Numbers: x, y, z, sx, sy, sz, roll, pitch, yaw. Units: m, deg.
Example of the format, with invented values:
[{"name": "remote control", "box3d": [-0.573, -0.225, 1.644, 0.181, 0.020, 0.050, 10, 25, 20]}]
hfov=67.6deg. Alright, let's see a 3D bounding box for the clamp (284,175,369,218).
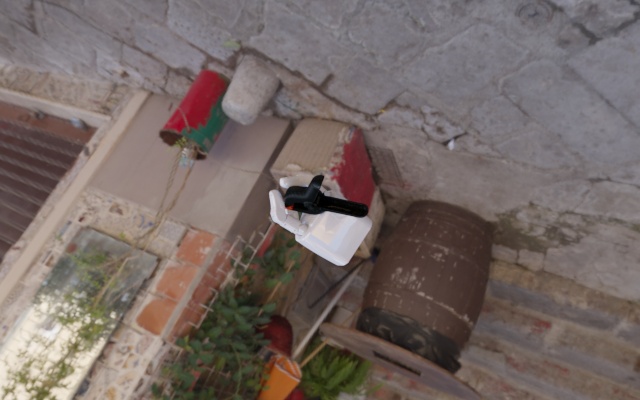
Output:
[{"name": "clamp", "box3d": [0.000, 0.003, 0.831, 0.120, 0.039, 0.171, 35, -21, -22]}]
